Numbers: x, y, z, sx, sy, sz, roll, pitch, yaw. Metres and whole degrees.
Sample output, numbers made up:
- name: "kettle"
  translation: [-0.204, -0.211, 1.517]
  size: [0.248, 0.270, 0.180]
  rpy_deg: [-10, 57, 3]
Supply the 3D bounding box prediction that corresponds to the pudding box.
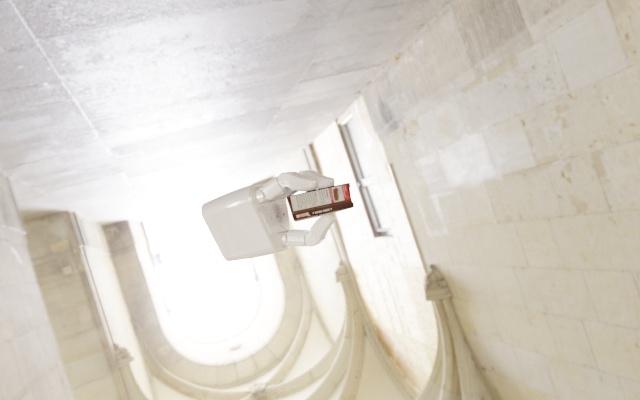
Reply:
- name: "pudding box"
  translation: [0.000, 0.002, 0.700]
  size: [0.090, 0.039, 0.113]
  rpy_deg: [-13, 1, -1]
